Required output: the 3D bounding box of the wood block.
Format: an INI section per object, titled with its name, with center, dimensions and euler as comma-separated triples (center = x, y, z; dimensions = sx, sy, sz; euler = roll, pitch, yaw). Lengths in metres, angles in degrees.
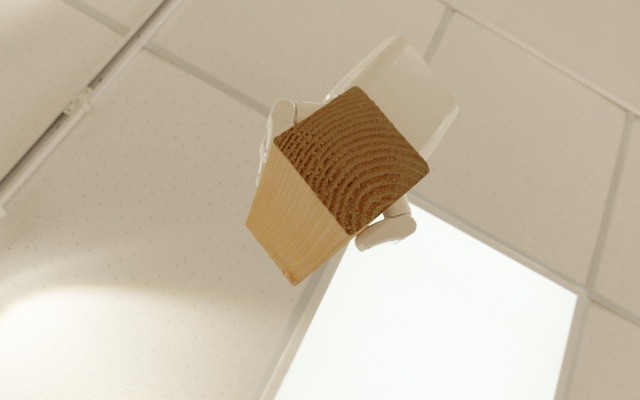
[wood block]
center = 0.001, 0.001, 0.441
dimensions = 0.090, 0.091, 0.206
euler = -37, -7, -23
